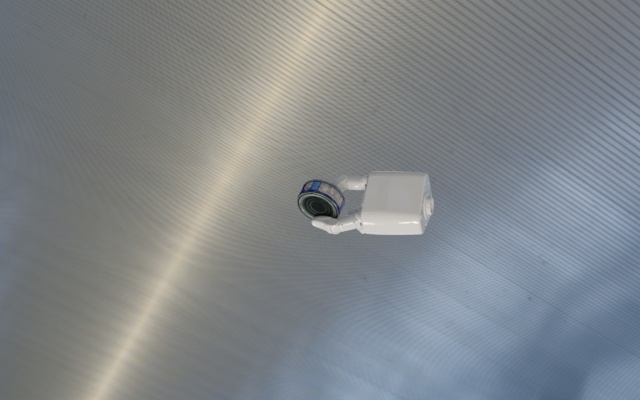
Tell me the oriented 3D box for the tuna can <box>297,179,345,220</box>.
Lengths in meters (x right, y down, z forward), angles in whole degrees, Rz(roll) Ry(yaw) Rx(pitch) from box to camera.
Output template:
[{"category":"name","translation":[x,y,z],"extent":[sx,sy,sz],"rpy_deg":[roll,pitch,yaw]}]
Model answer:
[{"category":"tuna can","translation":[0.000,0.003,0.889],"extent":[0.086,0.033,0.086],"rpy_deg":[16,-39,13]}]
